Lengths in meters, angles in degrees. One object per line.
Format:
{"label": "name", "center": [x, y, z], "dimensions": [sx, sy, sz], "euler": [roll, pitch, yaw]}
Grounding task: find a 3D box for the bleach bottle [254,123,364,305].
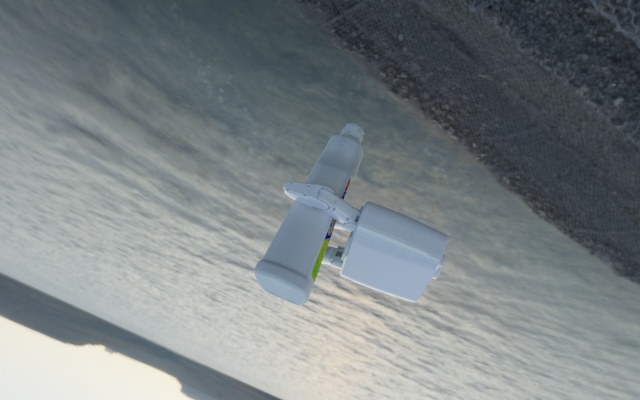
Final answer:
{"label": "bleach bottle", "center": [0.000, 0.002, 0.612], "dimensions": [0.068, 0.250, 0.103], "euler": [21, -23, 8]}
